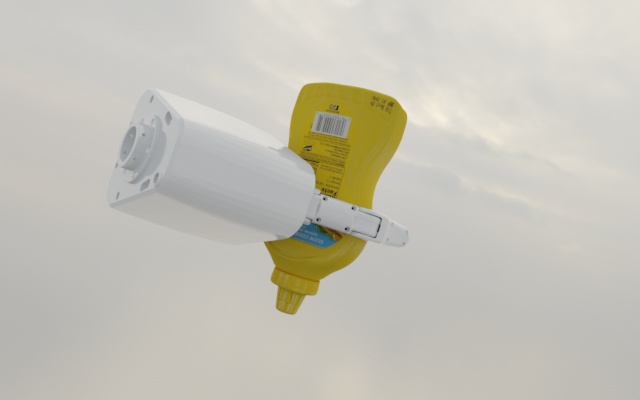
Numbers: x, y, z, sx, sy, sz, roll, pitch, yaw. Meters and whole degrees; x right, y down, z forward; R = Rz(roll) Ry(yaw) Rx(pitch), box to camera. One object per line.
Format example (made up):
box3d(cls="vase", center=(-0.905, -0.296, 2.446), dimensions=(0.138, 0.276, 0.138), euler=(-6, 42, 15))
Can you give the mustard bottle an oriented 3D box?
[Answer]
box3d(cls="mustard bottle", center=(0.000, 0.001, 0.401), dimensions=(0.096, 0.191, 0.058), euler=(17, -4, 26))
